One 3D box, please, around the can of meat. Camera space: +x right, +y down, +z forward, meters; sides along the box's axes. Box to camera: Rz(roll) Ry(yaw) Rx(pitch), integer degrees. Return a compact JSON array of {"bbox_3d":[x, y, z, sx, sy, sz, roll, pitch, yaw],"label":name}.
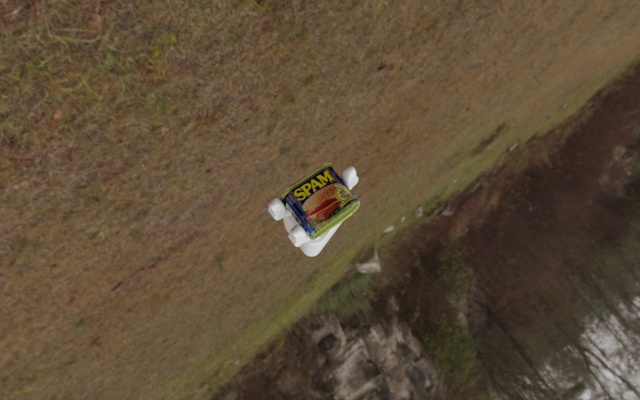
[{"bbox_3d":[0.000,0.003,0.760,0.102,0.084,0.057,-34,-14,-18],"label":"can of meat"}]
